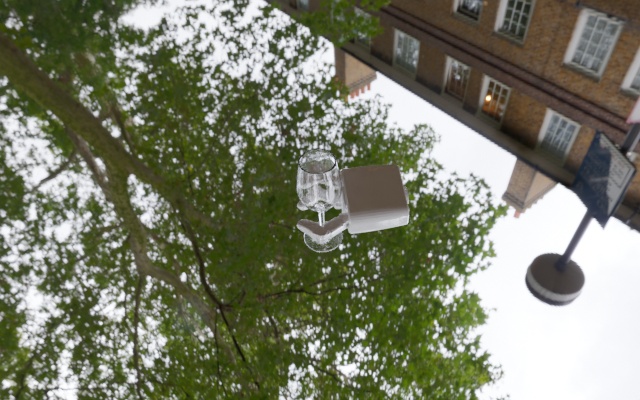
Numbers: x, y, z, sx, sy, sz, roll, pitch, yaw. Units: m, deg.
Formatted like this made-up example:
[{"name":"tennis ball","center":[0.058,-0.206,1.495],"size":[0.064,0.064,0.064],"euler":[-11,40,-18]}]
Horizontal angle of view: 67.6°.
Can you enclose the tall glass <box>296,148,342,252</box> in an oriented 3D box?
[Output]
[{"name":"tall glass","center":[0.000,0.003,0.844],"size":[0.079,0.079,0.201],"euler":[0,-42,5]}]
